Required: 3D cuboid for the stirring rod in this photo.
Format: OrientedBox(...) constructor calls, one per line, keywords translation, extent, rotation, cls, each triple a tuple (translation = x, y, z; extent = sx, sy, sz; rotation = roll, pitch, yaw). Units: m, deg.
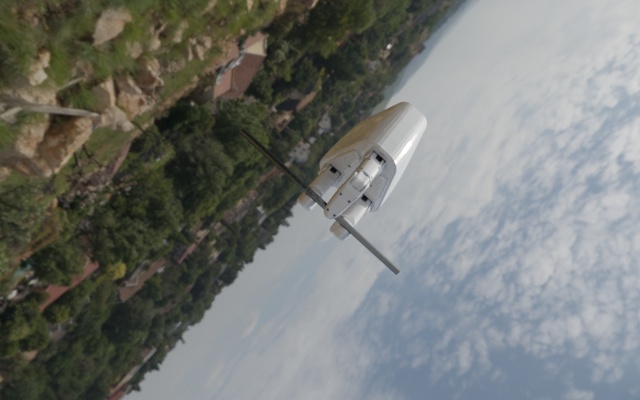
OrientedBox(translation=(0.000, 0.002, 0.543), extent=(0.239, 0.011, 0.011), rotation=(42, -2, -2), cls="stirring rod")
